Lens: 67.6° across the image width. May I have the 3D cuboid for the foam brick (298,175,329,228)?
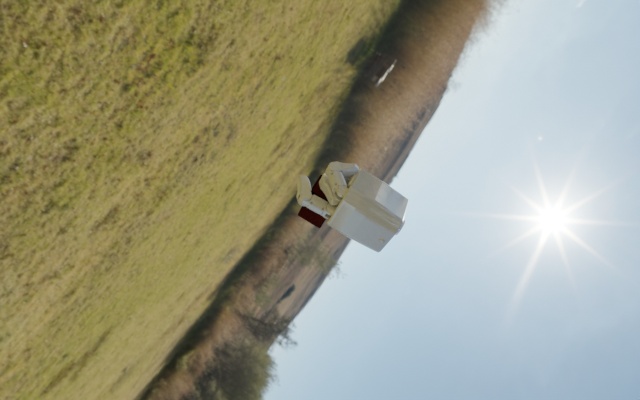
[{"bbox_3d":[0.000,0.003,0.881,0.051,0.053,0.078,31,-41,0],"label":"foam brick"}]
